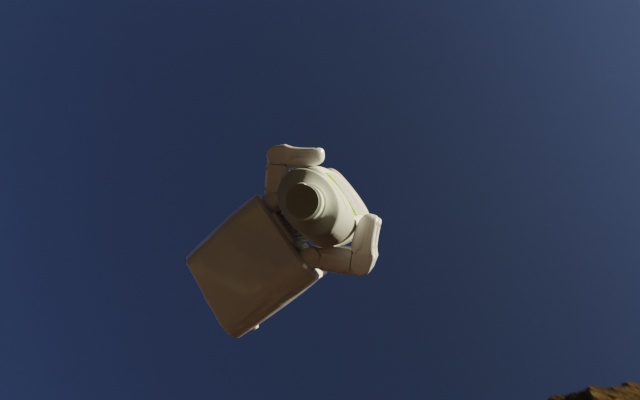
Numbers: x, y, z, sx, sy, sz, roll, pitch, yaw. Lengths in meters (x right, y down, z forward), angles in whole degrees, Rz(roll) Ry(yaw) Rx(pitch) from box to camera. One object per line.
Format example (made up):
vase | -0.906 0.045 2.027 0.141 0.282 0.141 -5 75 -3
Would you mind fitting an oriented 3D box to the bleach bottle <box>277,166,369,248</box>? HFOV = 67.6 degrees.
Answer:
bleach bottle | 0.000 0.002 0.509 0.068 0.102 0.251 -40 -9 5
